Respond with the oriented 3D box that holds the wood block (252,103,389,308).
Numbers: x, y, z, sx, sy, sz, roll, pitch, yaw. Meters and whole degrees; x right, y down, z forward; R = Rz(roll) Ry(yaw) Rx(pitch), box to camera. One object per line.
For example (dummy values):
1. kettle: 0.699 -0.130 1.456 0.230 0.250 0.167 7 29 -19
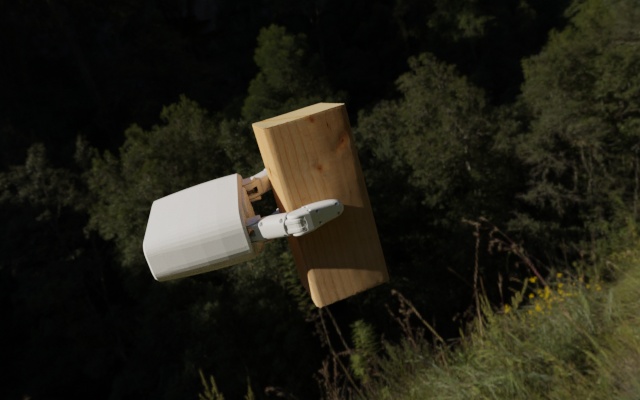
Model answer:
1. wood block: 0.000 0.002 0.546 0.090 0.206 0.091 -19 16 -11
